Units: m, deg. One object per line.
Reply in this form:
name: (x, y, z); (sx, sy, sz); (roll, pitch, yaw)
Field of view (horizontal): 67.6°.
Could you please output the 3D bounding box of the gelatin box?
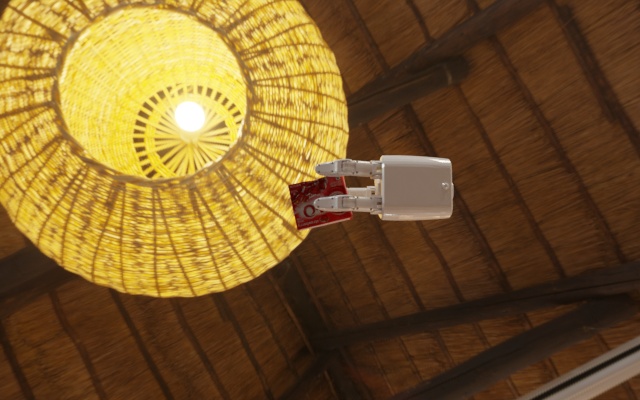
gelatin box: (0.000, 0.003, 0.747); (0.089, 0.073, 0.030); (-13, -8, 4)
